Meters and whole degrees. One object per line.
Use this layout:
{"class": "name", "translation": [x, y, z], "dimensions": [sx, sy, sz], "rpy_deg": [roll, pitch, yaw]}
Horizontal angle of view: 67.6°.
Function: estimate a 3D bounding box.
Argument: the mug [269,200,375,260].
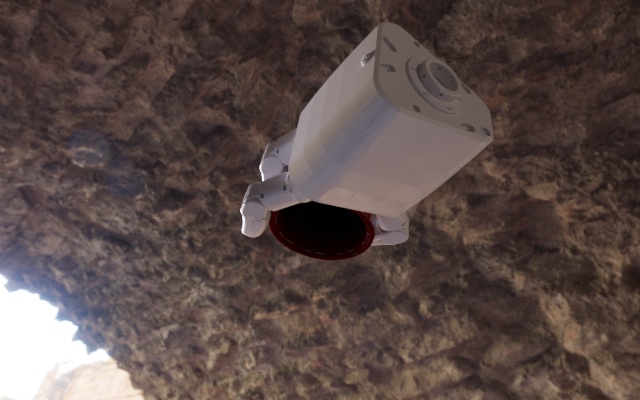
{"class": "mug", "translation": [-0.001, 0.002, 0.448], "dimensions": [0.093, 0.081, 0.117], "rpy_deg": [28, -42, -20]}
